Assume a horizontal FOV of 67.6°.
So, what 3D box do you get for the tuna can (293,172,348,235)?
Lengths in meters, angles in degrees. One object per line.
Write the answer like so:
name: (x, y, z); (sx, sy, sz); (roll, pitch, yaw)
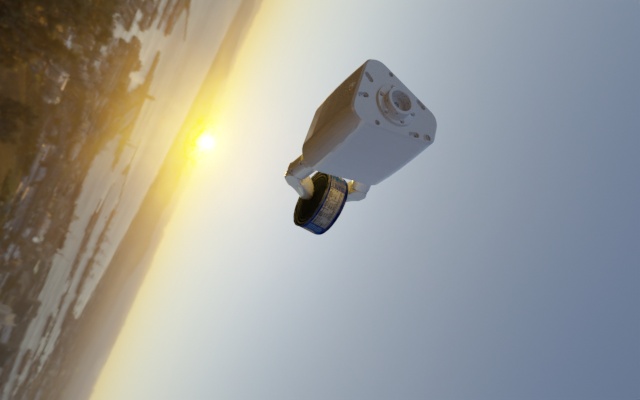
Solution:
tuna can: (0.001, 0.002, 0.639); (0.034, 0.086, 0.086); (28, -11, -21)
